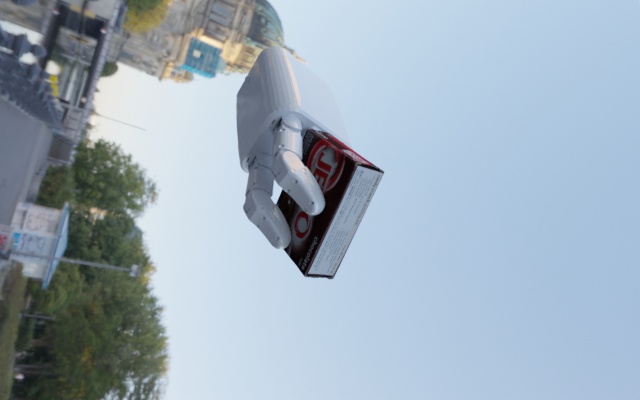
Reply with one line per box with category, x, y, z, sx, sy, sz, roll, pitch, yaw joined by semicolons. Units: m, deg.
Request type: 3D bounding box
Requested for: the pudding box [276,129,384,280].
pudding box;0.000;0.001;0.440;0.039;0.113;0.090;11;19;-34
